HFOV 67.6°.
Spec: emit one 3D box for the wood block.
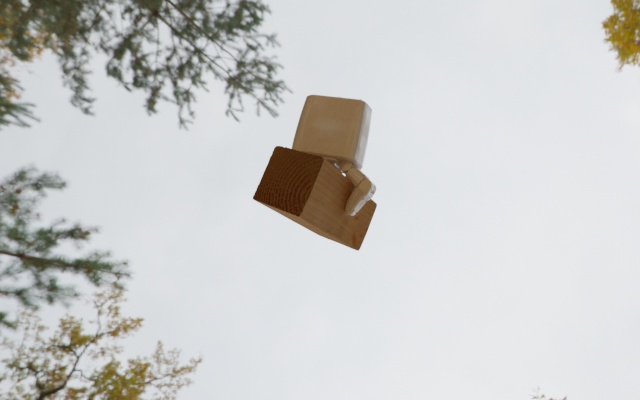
[{"bbox_3d":[0.001,0.002,0.750,0.091,0.090,0.206,18,-9,33],"label":"wood block"}]
